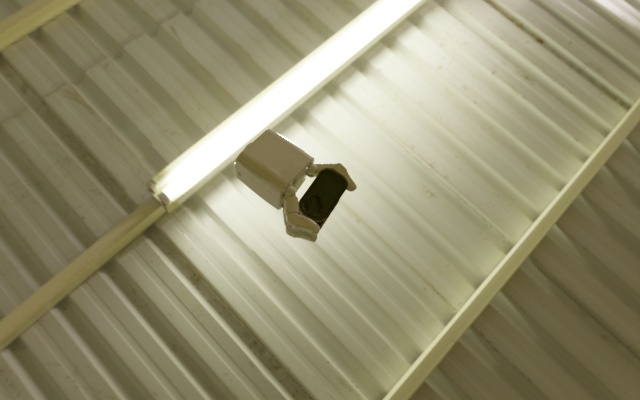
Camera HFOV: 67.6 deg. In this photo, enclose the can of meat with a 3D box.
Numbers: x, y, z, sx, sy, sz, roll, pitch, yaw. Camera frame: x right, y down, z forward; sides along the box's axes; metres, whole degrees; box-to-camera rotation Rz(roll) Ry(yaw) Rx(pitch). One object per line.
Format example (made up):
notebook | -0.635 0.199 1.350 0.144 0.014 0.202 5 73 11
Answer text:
can of meat | 0.000 0.003 0.876 0.057 0.102 0.084 33 -21 5
